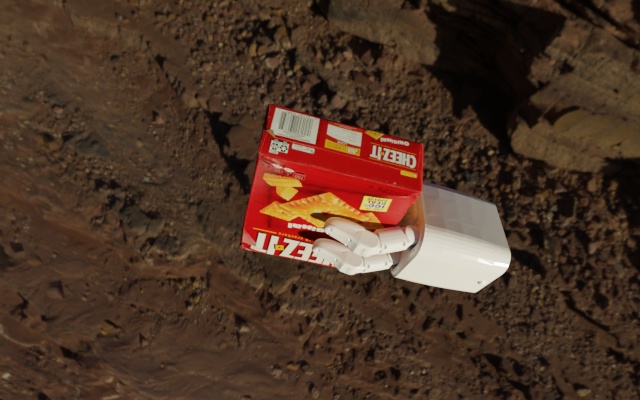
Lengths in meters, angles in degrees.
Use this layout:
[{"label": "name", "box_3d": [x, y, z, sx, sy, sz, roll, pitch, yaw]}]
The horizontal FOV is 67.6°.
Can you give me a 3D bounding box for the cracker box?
[{"label": "cracker box", "box_3d": [0.000, 0.002, 0.547, 0.164, 0.072, 0.214, 13, -33, -7]}]
